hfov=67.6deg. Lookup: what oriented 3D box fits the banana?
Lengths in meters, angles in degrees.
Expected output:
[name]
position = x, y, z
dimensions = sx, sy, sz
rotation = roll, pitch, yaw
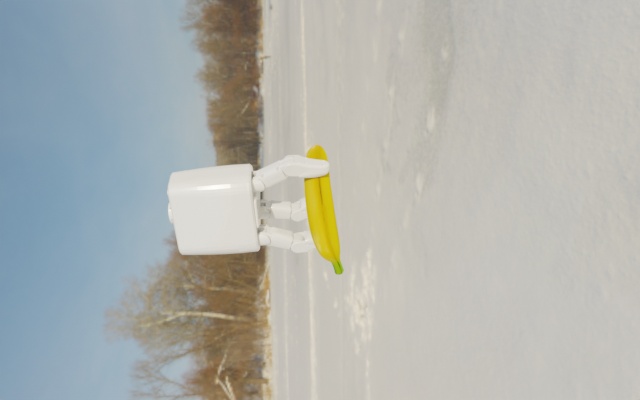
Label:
[banana]
position = -0.001, -0.003, 0.640
dimensions = 0.037, 0.197, 0.070
rotation = -8, -25, 2
